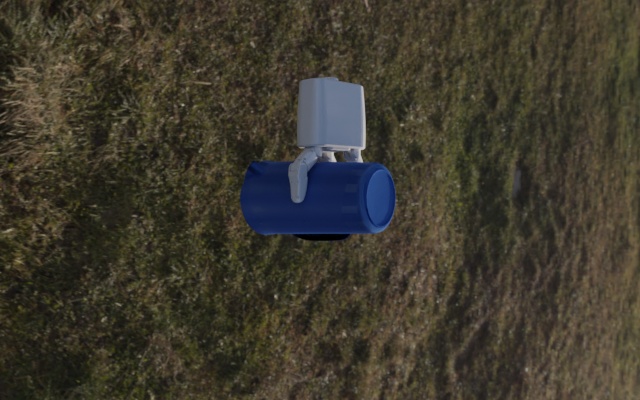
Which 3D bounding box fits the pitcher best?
[{"bbox_3d":[0.000,0.002,0.795,0.243,0.145,0.149,1,0,37],"label":"pitcher"}]
